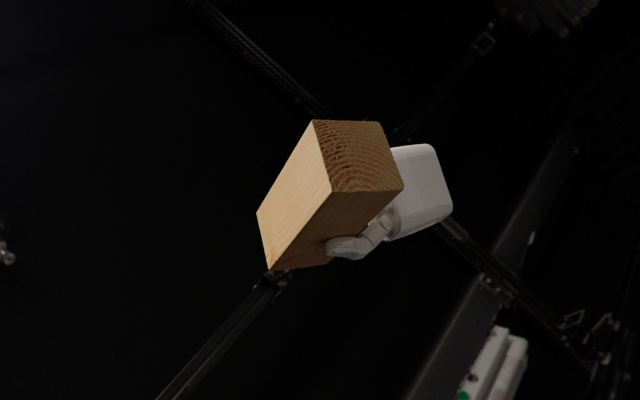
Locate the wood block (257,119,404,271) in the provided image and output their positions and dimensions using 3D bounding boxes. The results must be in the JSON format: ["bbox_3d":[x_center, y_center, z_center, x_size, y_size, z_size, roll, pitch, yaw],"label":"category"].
[{"bbox_3d":[0.000,0.002,0.578,0.090,0.090,0.206,-3,-28,-27],"label":"wood block"}]
